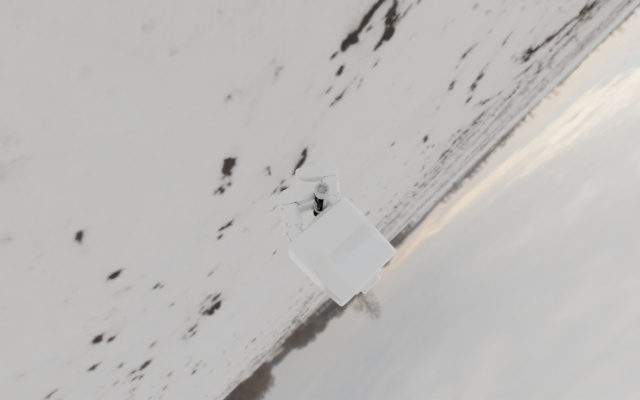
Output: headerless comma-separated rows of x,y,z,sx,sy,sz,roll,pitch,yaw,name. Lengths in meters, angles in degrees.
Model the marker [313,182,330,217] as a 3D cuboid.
0.000,0.002,0.657,0.020,0.020,0.121,0,-16,-2,marker
